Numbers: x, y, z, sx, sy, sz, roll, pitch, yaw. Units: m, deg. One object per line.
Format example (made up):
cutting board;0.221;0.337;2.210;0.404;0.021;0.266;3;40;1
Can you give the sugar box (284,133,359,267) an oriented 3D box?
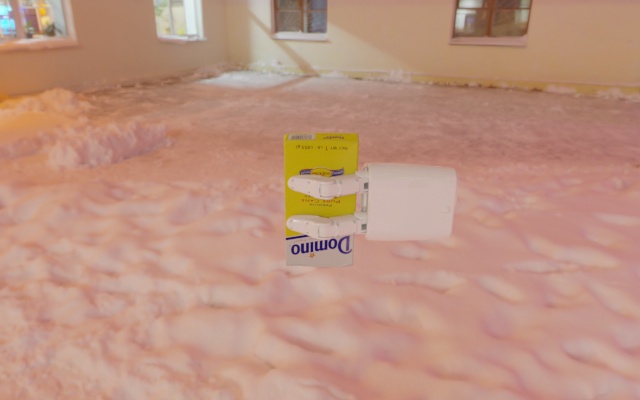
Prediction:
sugar box;0.000;0.002;0.618;0.093;0.176;0.048;1;22;1
